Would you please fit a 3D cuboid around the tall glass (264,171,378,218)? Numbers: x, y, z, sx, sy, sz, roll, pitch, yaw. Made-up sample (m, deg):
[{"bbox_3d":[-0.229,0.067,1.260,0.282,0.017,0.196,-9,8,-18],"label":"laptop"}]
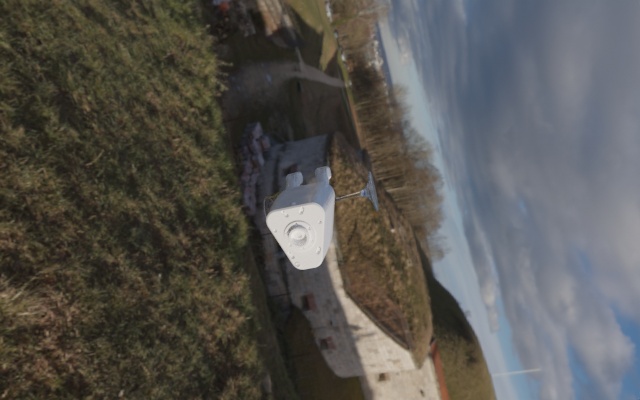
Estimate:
[{"bbox_3d":[0.001,0.003,0.877,0.201,0.079,0.079,-12,-2,12],"label":"tall glass"}]
